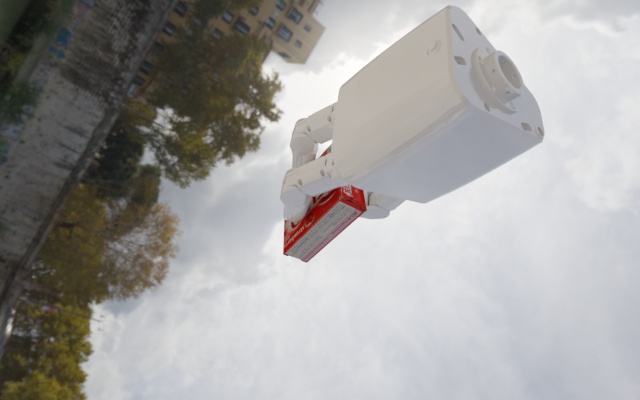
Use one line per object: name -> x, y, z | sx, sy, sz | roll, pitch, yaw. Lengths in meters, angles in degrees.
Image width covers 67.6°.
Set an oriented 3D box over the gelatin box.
gelatin box -> 0.000, 0.002, 0.429 | 0.030, 0.073, 0.089 | 24, -50, -26
